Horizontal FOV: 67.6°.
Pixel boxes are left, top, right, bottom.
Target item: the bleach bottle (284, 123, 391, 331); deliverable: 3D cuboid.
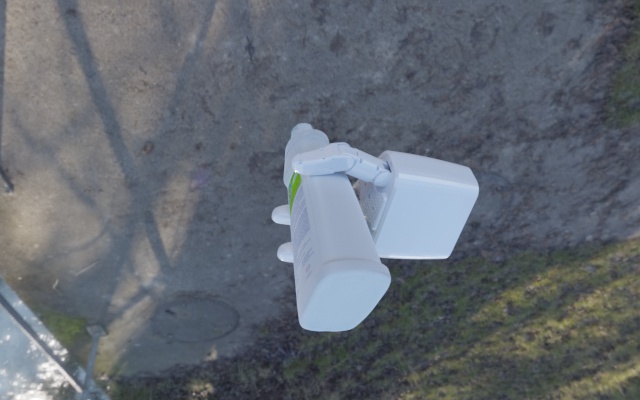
[{"bbox_3d":[0.000,0.002,0.499,0.068,0.250,0.103,7,-45,-20],"label":"bleach bottle"}]
